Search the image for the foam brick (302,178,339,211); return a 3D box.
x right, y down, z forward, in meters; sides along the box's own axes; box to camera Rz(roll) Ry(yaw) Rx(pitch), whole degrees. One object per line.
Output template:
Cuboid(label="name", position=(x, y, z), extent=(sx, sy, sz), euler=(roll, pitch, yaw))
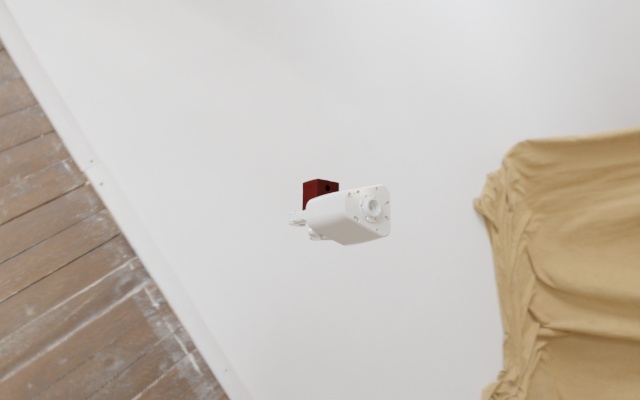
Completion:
Cuboid(label="foam brick", position=(0.000, 0.003, 0.895), extent=(0.053, 0.078, 0.051), euler=(10, -16, -34))
